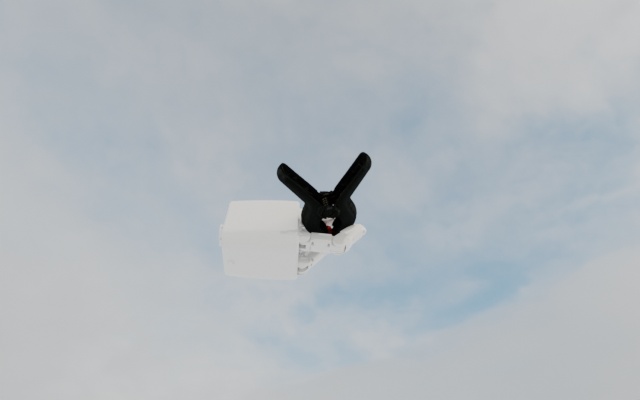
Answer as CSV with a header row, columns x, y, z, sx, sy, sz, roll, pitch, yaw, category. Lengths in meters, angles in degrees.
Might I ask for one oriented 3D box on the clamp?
x,y,z,sx,sy,sz,roll,pitch,yaw,category
0.000,0.002,0.655,0.120,0.039,0.172,2,-45,-3,clamp
